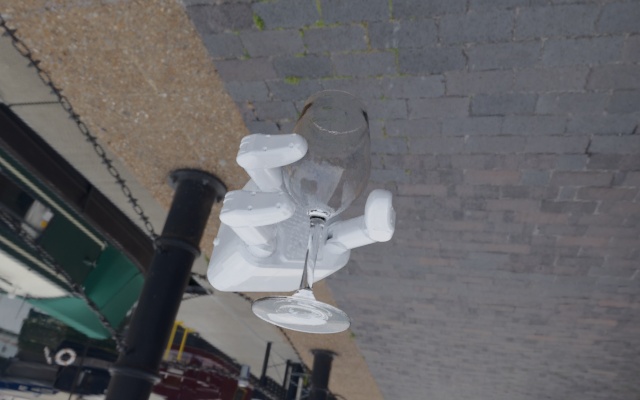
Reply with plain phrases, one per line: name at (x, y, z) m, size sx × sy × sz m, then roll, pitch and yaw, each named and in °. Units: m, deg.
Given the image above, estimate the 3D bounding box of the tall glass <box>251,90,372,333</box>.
tall glass at (0.000, 0.002, 0.400) m, size 0.079 × 0.201 × 0.079 m, roll 8°, pitch -31°, yaw 4°
